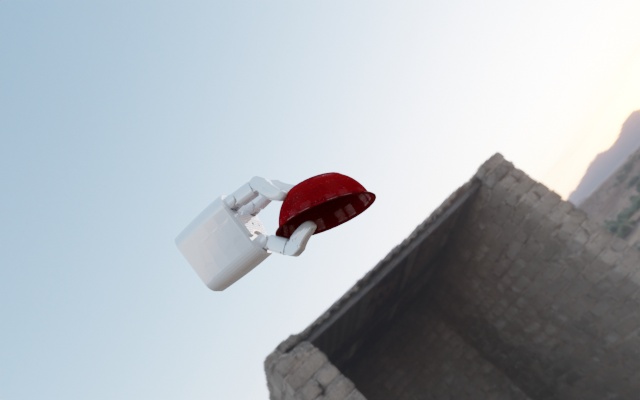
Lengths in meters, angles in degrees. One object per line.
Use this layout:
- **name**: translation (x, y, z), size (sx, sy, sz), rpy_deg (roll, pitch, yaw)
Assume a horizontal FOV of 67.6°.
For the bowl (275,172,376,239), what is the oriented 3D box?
- **bowl**: translation (0.001, 0.001, 0.722), size (0.162, 0.055, 0.162), rpy_deg (-19, -17, -6)
